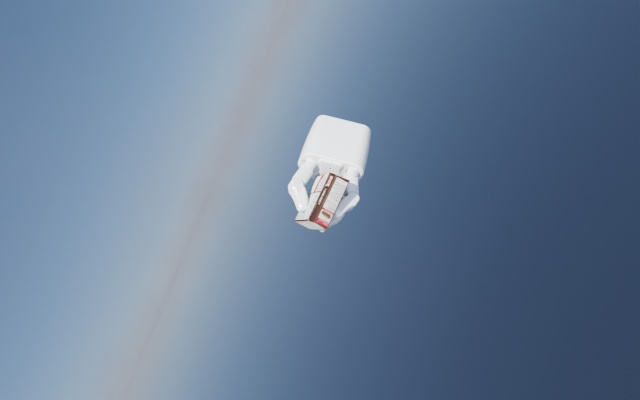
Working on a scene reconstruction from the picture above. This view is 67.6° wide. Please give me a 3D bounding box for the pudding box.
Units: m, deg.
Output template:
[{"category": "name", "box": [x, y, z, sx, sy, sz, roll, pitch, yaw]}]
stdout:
[{"category": "pudding box", "box": [0.000, 0.002, 0.802, 0.039, 0.090, 0.113, 26, -8, -10]}]
